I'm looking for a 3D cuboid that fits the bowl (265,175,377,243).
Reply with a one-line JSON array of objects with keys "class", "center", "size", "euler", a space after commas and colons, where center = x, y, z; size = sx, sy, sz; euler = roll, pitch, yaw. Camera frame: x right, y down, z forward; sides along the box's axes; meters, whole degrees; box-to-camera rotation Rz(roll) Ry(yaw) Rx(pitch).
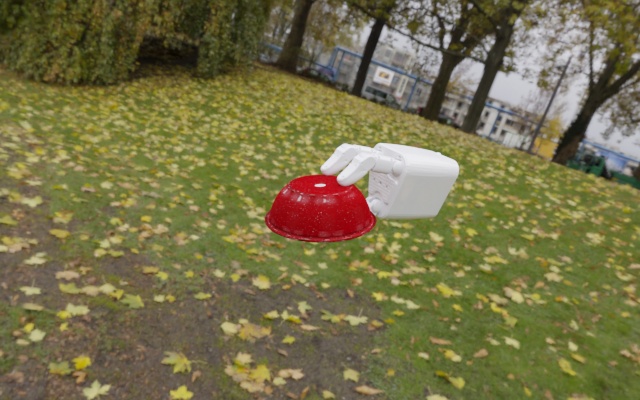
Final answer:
[{"class": "bowl", "center": [-0.001, 0.002, 0.681], "size": [0.162, 0.055, 0.162], "euler": [0, 21, 0]}]
